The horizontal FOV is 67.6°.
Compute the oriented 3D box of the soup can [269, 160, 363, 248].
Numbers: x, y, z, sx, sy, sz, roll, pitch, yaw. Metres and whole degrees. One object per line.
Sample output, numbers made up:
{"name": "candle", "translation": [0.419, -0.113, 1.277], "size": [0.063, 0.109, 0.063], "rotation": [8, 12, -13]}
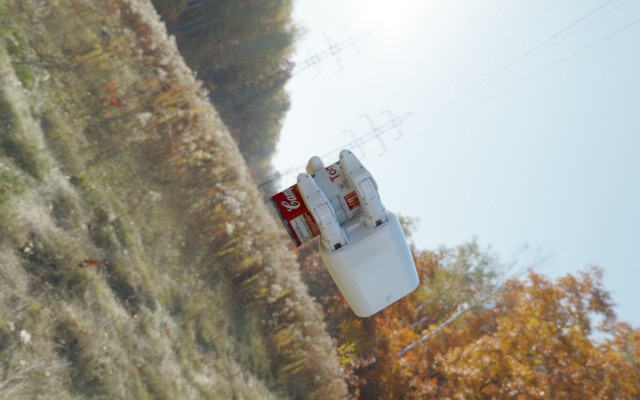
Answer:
{"name": "soup can", "translation": [0.000, 0.001, 0.563], "size": [0.102, 0.068, 0.068], "rotation": [-29, 3, -6]}
